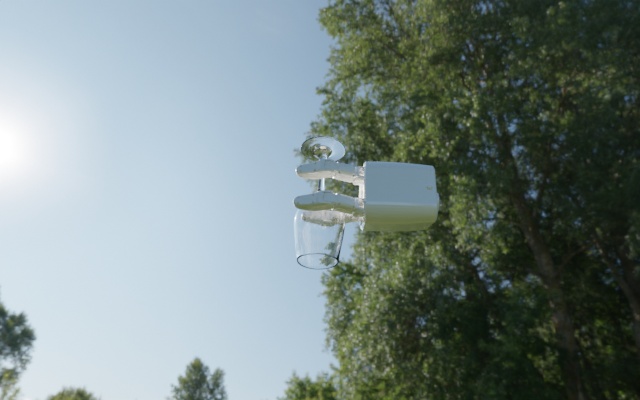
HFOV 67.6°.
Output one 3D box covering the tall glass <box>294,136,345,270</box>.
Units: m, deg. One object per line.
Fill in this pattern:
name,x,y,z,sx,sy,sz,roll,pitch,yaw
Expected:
tall glass,0.000,0.002,0.743,0.079,0.201,0.079,2,-29,1
